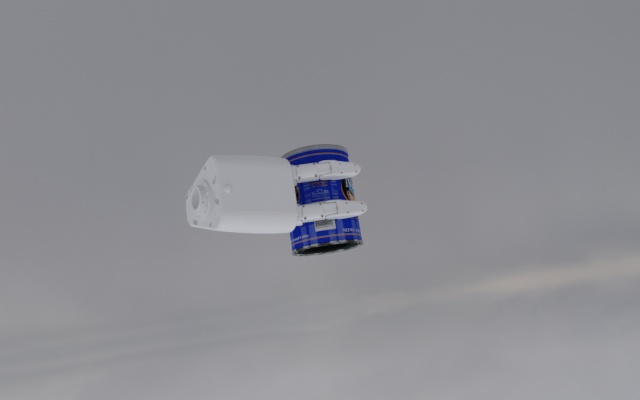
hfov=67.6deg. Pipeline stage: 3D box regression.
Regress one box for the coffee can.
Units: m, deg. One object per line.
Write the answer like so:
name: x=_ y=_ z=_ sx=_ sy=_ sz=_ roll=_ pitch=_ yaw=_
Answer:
coffee can: x=0.000 y=0.002 z=0.690 sx=0.103 sy=0.140 sz=0.103 roll=-8 pitch=-13 yaw=-2
